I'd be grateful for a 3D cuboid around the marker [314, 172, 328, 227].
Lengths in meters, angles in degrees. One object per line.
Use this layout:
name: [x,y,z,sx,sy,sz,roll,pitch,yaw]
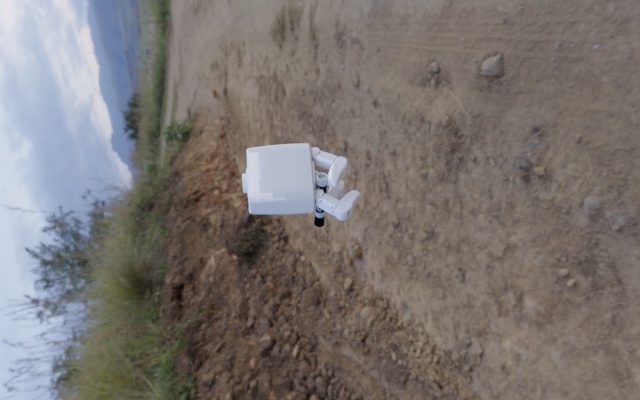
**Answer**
marker: [0.000,0.003,0.806,0.020,0.020,0.121,0,-43,-3]
